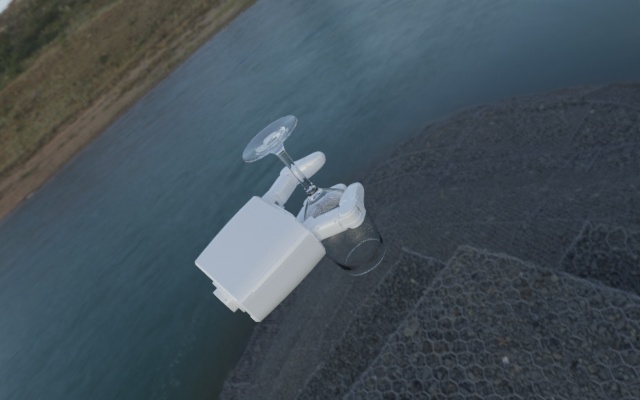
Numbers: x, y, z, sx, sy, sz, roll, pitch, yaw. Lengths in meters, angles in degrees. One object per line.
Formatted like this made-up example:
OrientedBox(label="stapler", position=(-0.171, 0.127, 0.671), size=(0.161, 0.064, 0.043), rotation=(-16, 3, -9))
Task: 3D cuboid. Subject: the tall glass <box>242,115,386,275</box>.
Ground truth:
OrientedBox(label="tall glass", position=(0.000, 0.001, 0.558), size=(0.079, 0.079, 0.201), rotation=(0, -44, 51))
